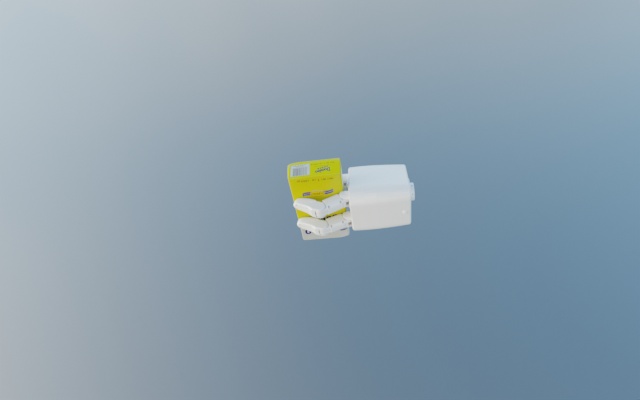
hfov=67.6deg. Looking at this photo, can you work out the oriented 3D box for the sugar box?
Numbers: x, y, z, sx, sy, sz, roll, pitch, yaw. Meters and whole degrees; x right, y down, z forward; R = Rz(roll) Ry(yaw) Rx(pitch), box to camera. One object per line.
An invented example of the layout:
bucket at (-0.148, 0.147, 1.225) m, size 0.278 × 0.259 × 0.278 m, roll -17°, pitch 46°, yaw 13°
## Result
sugar box at (0.000, 0.003, 0.875) m, size 0.093 × 0.048 × 0.176 m, roll -6°, pitch -44°, yaw 6°
